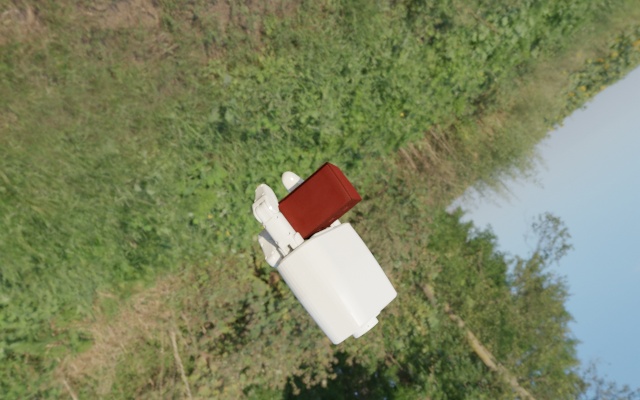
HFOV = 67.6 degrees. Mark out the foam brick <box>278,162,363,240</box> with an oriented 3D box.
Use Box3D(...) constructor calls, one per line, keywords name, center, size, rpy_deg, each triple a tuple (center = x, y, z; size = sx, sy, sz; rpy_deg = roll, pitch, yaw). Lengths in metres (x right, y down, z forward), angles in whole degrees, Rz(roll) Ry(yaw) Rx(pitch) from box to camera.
Box3D(name="foam brick", center=(0.000, 0.002, 0.548), size=(0.078, 0.051, 0.053), rpy_deg=(-40, -13, 14))
